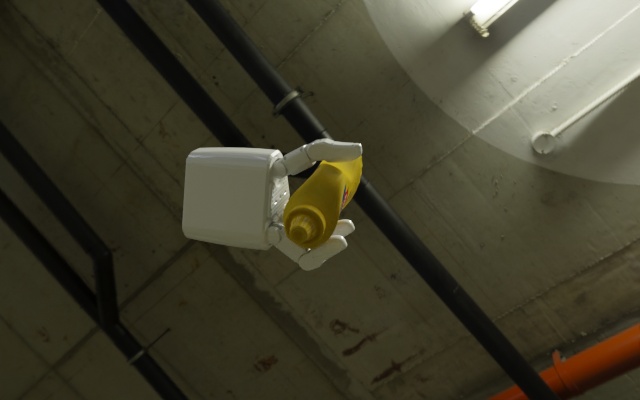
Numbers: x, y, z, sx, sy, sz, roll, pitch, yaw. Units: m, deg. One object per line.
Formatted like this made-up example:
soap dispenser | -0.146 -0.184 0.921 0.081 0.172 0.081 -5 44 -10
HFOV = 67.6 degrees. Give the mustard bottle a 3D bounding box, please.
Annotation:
mustard bottle | 0.000 0.002 0.545 0.058 0.096 0.191 29 23 3
